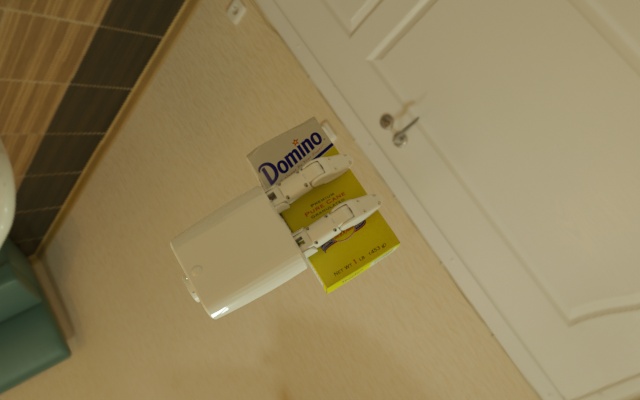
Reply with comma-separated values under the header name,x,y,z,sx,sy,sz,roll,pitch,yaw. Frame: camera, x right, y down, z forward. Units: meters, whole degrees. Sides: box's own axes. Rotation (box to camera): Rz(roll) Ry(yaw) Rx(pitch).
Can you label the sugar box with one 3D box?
name,x,y,z,sx,sy,sz,roll,pitch,yaw
sugar box,0.000,0.002,0.526,0.093,0.176,0.048,-31,-15,-9
